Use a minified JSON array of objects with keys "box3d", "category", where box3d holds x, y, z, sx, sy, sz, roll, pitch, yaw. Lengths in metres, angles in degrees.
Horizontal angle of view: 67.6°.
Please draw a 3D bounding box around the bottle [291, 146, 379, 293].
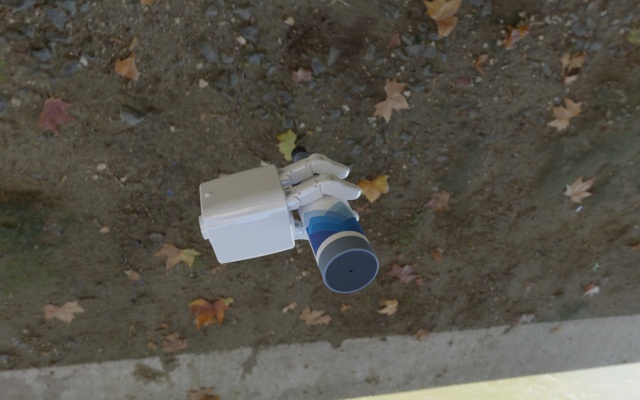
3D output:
[{"box3d":[0.000,0.002,0.663,0.069,0.069,0.295,0,33,-17],"category":"bottle"}]
